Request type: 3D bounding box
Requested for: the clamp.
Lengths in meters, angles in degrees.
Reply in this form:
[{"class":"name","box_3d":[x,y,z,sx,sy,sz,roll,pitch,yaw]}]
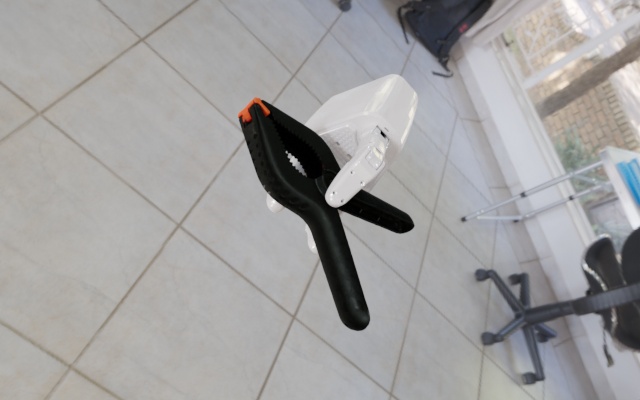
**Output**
[{"class":"clamp","box_3d":[0.000,0.001,0.427,0.036,0.210,0.164,-34,17,36]}]
